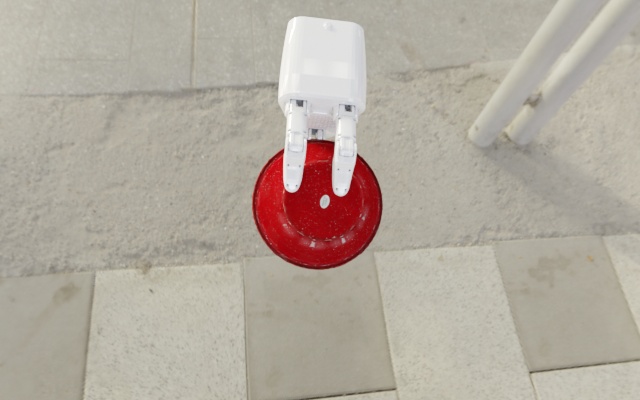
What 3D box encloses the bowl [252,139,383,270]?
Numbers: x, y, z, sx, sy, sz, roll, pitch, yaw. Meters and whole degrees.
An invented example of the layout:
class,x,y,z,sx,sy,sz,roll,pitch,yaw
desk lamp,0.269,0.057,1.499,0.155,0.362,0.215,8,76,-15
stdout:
class,x,y,z,sx,sy,sz,roll,pitch,yaw
bowl,0.000,0.003,0.561,0.162,0.162,0.055,0,-5,-6
